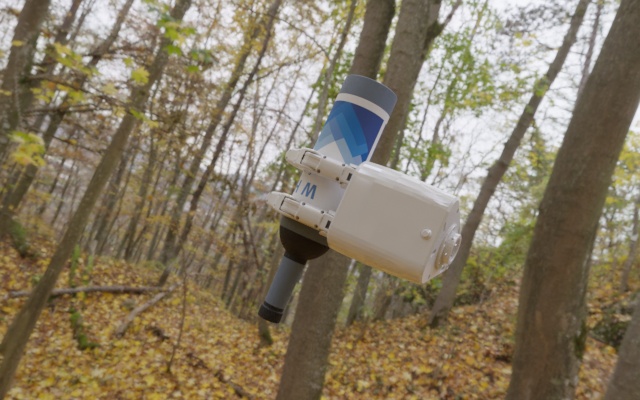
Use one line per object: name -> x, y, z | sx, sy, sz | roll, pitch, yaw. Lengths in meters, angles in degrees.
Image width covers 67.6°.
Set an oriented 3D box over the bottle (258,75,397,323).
bottle -> 0.000, 0.002, 0.557 | 0.069, 0.295, 0.069 | 24, -3, 1
